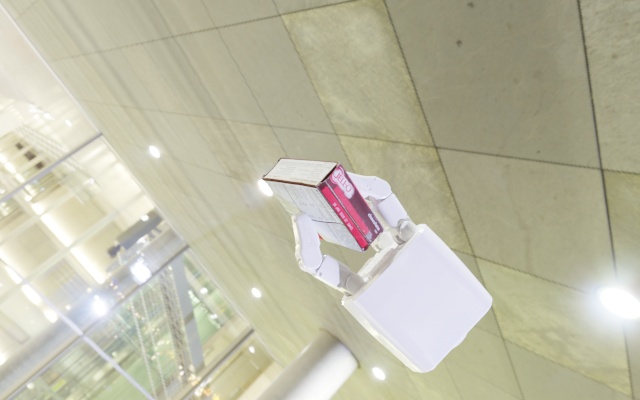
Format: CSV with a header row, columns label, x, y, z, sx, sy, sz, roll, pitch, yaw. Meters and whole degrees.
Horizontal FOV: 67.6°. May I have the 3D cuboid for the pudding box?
label,x,y,z,sx,sy,sz,roll,pitch,yaw
pudding box,0.000,0.002,0.489,0.039,0.090,0.113,-47,29,-22
